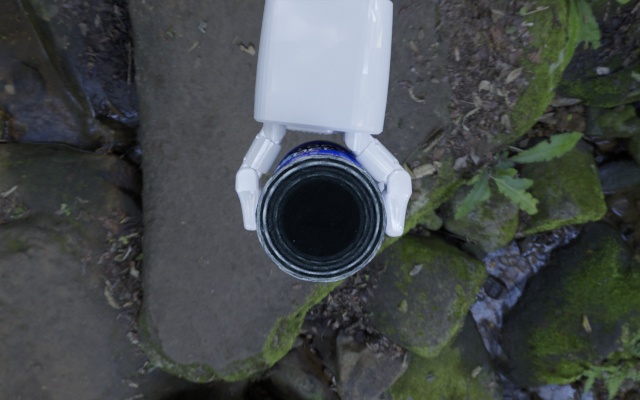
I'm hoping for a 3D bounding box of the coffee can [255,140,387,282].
[{"bbox_3d":[0.000,0.002,0.436,0.103,0.103,0.140,0,12,-1],"label":"coffee can"}]
